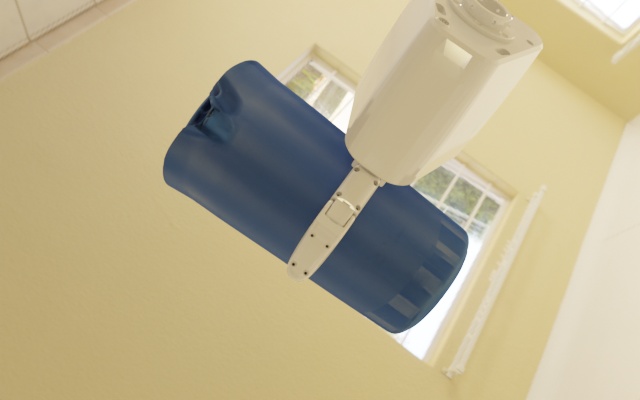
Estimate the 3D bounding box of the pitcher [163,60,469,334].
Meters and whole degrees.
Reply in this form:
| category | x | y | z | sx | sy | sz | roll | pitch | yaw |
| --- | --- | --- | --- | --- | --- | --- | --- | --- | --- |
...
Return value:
| category | x | y | z | sx | sy | sz | roll | pitch | yaw |
| --- | --- | --- | --- | --- | --- | --- | --- | --- | --- |
| pitcher | 0.000 | 0.001 | 0.423 | 0.243 | 0.145 | 0.149 | 37 | 43 | 4 |
